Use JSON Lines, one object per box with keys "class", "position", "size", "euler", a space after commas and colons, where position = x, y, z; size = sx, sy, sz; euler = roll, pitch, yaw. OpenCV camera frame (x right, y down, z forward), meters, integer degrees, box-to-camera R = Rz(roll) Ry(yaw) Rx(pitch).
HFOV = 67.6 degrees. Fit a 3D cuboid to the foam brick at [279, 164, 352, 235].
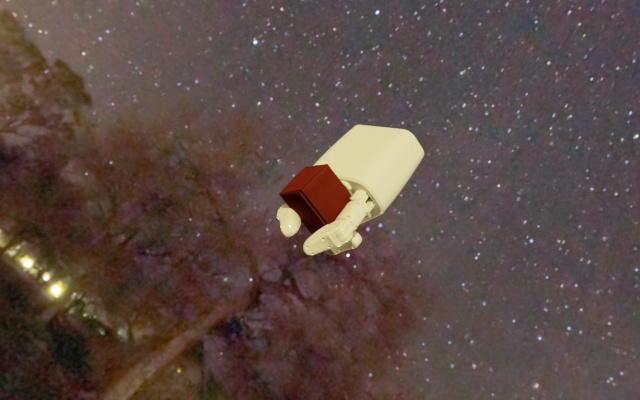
{"class": "foam brick", "position": [0.000, 0.002, 0.571], "size": [0.051, 0.078, 0.053], "euler": [-48, 24, -24]}
